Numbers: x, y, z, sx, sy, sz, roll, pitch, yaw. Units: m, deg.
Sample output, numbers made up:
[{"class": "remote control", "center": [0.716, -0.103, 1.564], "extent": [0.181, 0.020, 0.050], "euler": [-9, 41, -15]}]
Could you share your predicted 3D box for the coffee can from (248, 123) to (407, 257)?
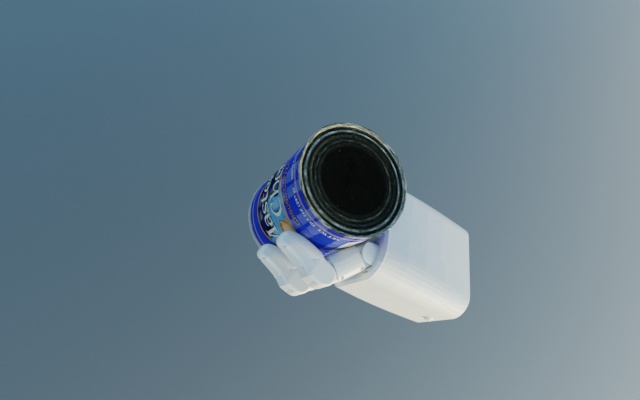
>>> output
[{"class": "coffee can", "center": [0.000, 0.001, 0.458], "extent": [0.103, 0.102, 0.140], "euler": [0, -16, -26]}]
